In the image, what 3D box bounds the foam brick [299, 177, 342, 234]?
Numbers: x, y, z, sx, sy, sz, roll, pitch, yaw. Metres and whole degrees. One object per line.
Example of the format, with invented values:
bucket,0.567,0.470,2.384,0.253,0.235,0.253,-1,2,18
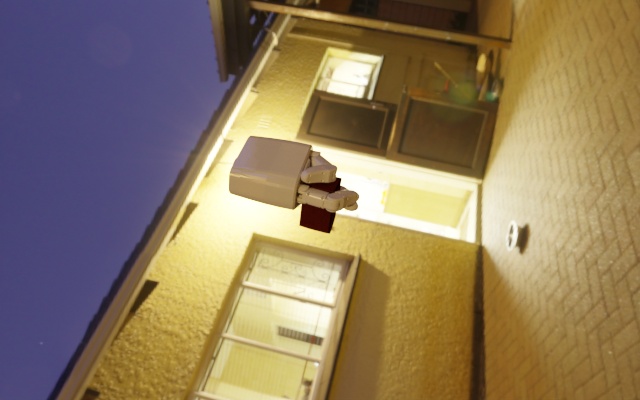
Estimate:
foam brick,0.000,0.003,0.751,0.051,0.078,0.053,12,29,7
